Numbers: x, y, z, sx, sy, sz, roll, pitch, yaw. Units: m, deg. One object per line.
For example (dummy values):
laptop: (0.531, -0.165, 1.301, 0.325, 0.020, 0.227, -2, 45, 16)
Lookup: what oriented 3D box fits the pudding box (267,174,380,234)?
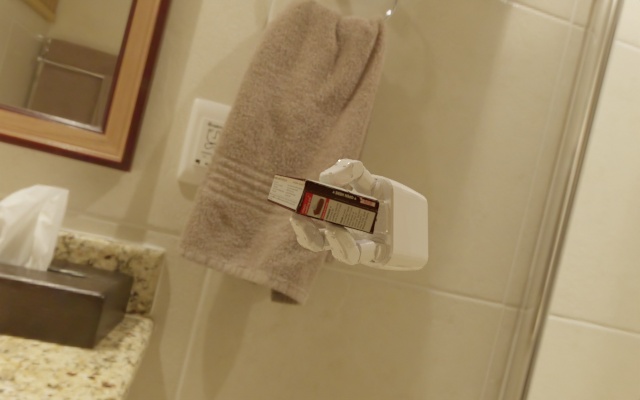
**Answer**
pudding box: (0.000, 0.002, 0.525, 0.090, 0.039, 0.113, 15, -2, -22)
